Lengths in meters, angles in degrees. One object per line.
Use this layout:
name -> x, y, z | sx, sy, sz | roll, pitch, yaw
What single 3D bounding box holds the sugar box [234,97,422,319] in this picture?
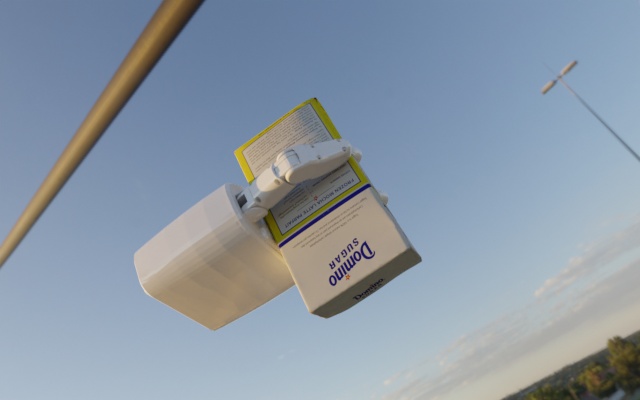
sugar box -> 0.000, 0.002, 0.409 | 0.093, 0.176, 0.048 | -34, -30, 9
